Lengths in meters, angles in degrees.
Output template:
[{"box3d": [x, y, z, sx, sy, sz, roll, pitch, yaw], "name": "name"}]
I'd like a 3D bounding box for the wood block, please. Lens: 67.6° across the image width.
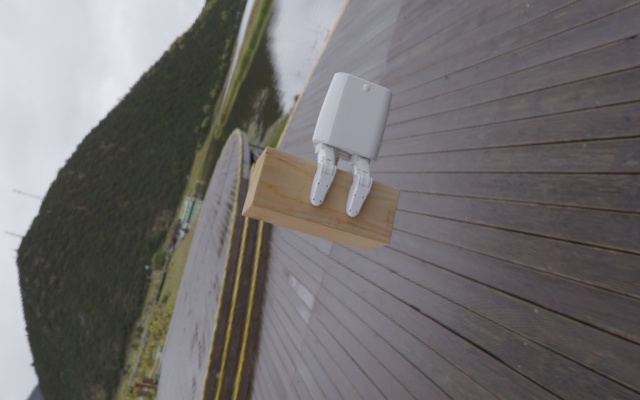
[{"box3d": [0.000, 0.002, 0.709, 0.206, 0.090, 0.091, 17, -15, -15], "name": "wood block"}]
